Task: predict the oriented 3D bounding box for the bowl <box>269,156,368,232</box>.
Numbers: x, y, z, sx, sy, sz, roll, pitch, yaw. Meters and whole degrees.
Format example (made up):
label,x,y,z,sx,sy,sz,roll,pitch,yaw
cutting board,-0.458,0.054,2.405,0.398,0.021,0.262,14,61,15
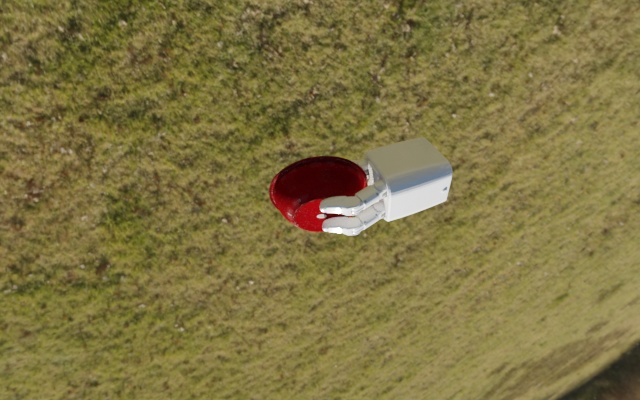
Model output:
label,x,y,z,sx,sy,sz,roll,pitch,yaw
bowl,-0.001,0.003,0.758,0.162,0.055,0.162,-5,-36,-4
